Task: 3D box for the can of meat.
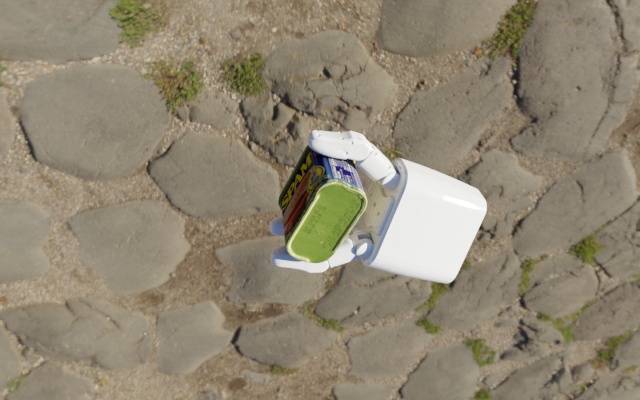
[{"bbox_3d":[0.000,0.002,0.485,0.057,0.102,0.084,20,29,-21],"label":"can of meat"}]
